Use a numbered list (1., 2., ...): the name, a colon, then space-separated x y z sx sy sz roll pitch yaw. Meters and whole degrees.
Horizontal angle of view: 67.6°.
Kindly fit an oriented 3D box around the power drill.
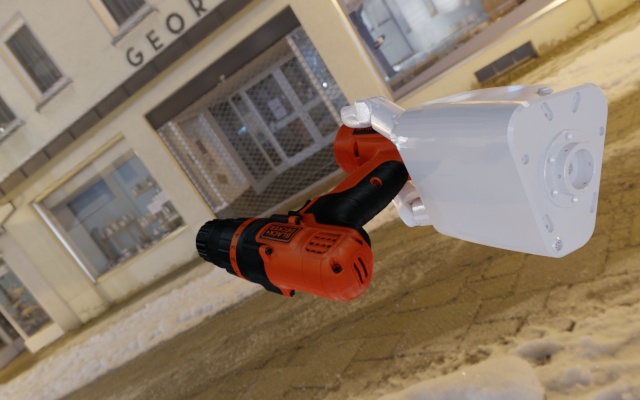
1. power drill: 0.001 0.001 0.412 0.184 0.057 0.187 7 43 43
